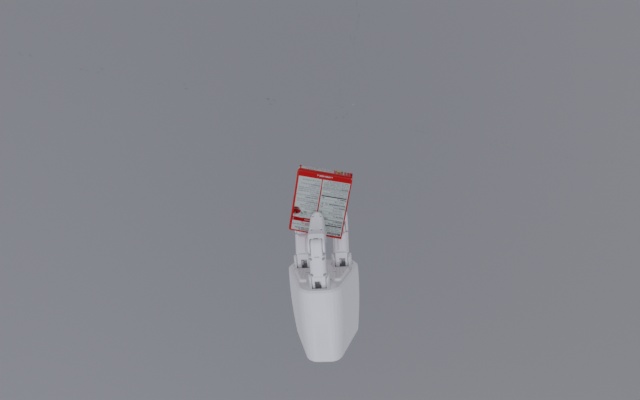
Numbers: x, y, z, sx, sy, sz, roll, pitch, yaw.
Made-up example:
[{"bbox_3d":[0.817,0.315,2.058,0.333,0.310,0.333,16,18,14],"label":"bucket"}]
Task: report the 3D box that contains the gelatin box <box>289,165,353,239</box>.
[{"bbox_3d":[0.000,0.002,0.641,0.073,0.089,0.030,9,18,0],"label":"gelatin box"}]
